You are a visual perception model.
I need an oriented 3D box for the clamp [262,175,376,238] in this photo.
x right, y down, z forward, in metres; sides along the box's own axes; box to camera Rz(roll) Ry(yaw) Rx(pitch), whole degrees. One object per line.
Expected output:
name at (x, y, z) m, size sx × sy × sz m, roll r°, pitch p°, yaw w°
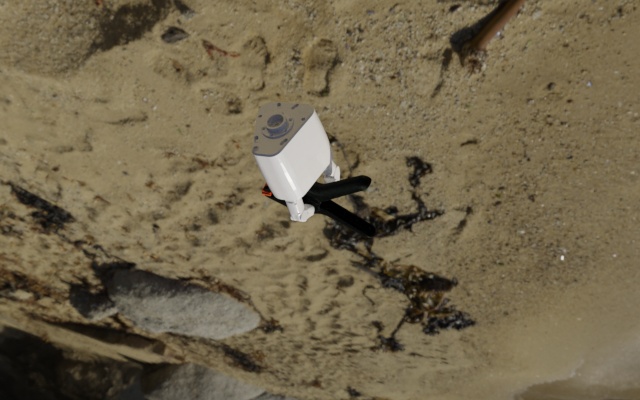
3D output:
clamp at (-0.001, 0.003, 0.830) m, size 0.210 × 0.036 × 0.165 m, roll 8°, pitch -34°, yaw 23°
